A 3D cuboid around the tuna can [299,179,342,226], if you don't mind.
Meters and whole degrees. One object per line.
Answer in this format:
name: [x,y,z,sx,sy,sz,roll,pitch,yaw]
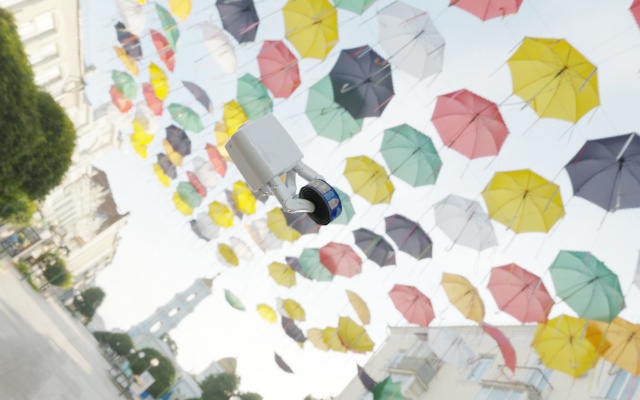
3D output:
tuna can: [0.001,0.003,0.888,0.033,0.086,0.086,-34,18,-29]
